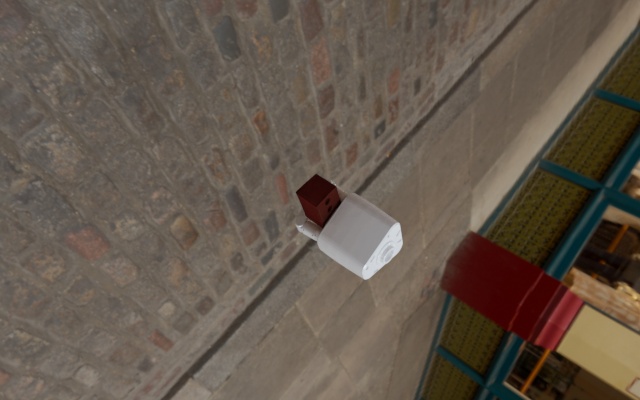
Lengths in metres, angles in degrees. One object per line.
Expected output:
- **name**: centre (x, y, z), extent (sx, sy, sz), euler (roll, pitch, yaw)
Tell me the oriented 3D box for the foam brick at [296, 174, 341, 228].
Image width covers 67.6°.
- **foam brick**: centre (0.000, 0.003, 0.837), extent (0.051, 0.053, 0.078), euler (34, -20, 32)
